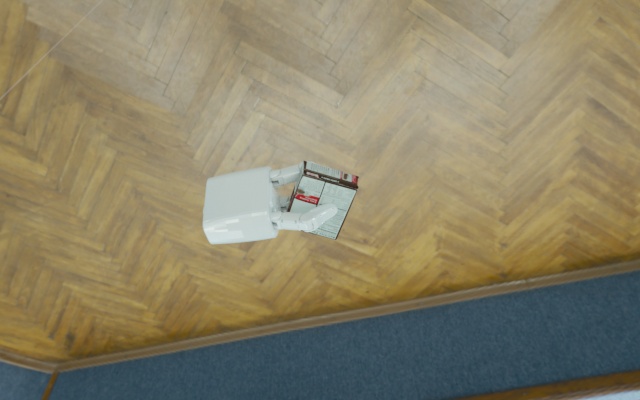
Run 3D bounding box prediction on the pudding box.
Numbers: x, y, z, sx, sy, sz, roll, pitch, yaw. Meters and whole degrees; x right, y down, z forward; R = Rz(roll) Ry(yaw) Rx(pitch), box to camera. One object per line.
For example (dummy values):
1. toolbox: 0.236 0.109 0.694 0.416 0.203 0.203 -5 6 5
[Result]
1. pudding box: 0.000 0.003 0.742 0.090 0.114 0.039 15 39 -8
